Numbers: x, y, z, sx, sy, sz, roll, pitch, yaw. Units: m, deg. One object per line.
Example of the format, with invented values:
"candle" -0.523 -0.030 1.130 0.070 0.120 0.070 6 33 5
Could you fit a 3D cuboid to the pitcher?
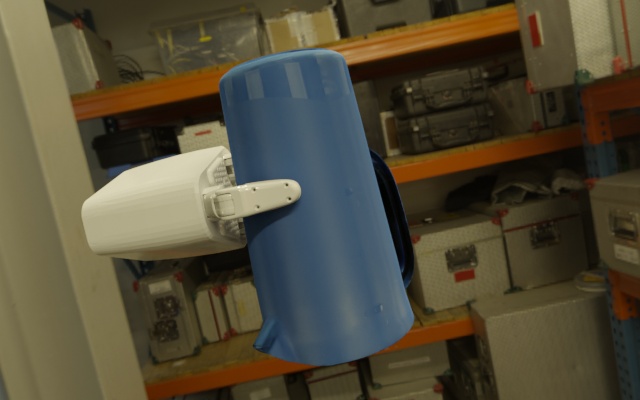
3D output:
"pitcher" 0.000 0.001 0.417 0.145 0.243 0.149 -11 7 8
